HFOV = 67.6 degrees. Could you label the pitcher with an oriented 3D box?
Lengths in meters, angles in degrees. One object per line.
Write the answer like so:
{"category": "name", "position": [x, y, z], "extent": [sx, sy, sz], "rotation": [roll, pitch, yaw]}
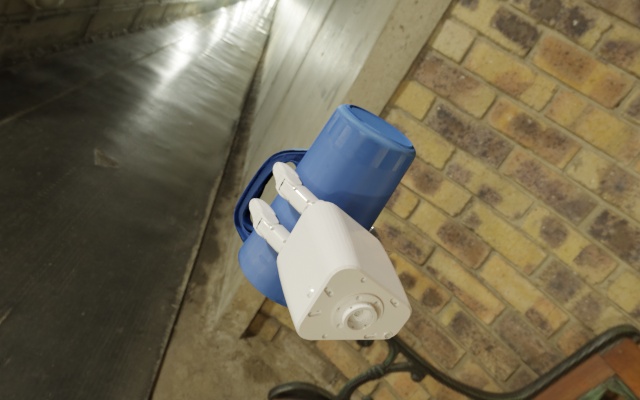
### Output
{"category": "pitcher", "position": [0.000, 0.002, 0.595], "extent": [0.149, 0.243, 0.145], "rotation": [22, 23, -26]}
